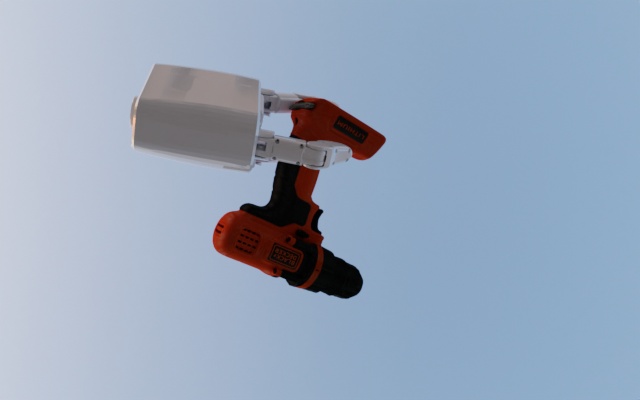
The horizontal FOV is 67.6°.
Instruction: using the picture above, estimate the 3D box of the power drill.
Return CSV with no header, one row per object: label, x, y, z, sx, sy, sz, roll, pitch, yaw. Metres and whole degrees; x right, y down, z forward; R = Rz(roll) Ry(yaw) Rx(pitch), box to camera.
power drill,0.000,0.001,0.509,0.184,0.187,0.057,27,-8,-32
